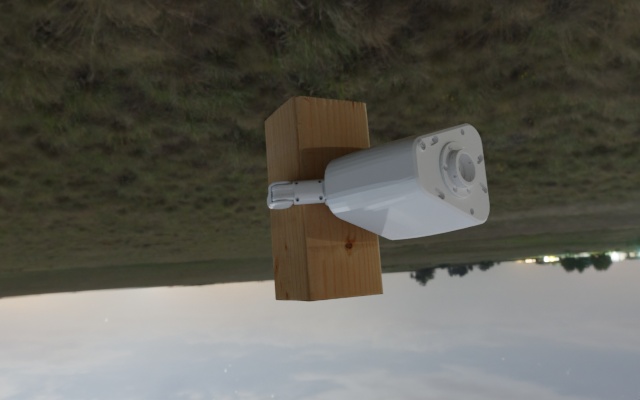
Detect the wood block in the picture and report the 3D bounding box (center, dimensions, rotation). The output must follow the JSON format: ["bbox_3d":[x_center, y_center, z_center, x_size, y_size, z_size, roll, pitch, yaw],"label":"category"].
[{"bbox_3d":[0.000,0.002,0.524,0.091,0.206,0.090,0,-9,-27],"label":"wood block"}]
